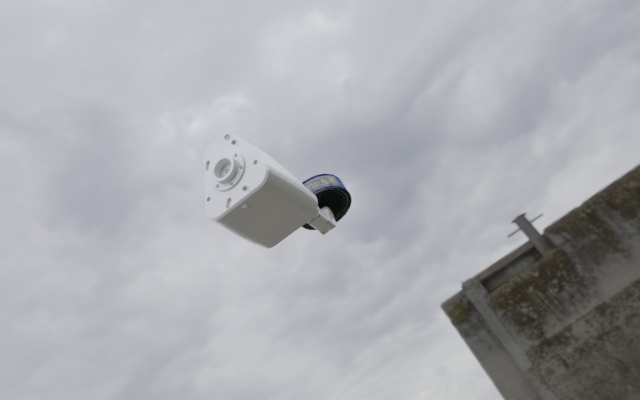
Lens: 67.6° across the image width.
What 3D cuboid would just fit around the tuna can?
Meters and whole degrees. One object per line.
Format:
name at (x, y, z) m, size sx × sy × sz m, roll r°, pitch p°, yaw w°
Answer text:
tuna can at (0.000, 0.002, 0.698) m, size 0.086 × 0.086 × 0.033 m, roll 0°, pitch 43°, yaw -33°
